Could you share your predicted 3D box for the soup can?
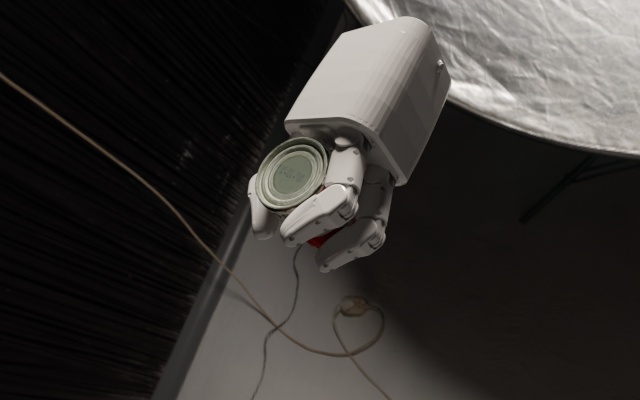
[{"bbox_3d":[0.000,0.002,0.405,0.068,0.068,0.102,0,-27,31],"label":"soup can"}]
